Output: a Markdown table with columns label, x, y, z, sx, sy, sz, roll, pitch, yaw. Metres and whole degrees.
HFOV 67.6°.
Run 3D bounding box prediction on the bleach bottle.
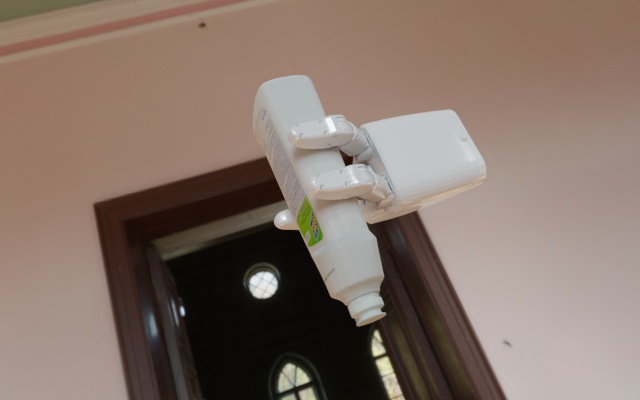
| label | x | y | z | sx | sy | sz | roll | pitch | yaw |
| --- | --- | --- | --- | --- | --- | --- | --- | --- | --- |
| bleach bottle | 0.000 | 0.001 | 0.472 | 0.068 | 0.250 | 0.103 | -15 | -24 | -16 |
